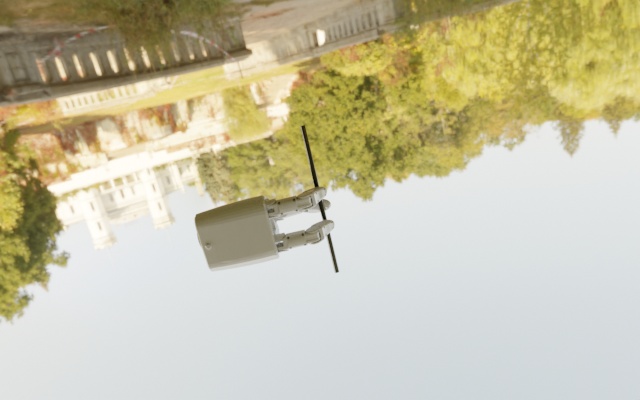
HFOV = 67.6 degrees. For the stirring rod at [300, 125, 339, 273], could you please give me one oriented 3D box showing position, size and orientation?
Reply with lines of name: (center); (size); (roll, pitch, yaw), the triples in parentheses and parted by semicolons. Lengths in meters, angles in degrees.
stirring rod: (0.000, 0.002, 0.739); (0.011, 0.239, 0.011); (-12, 16, 3)
